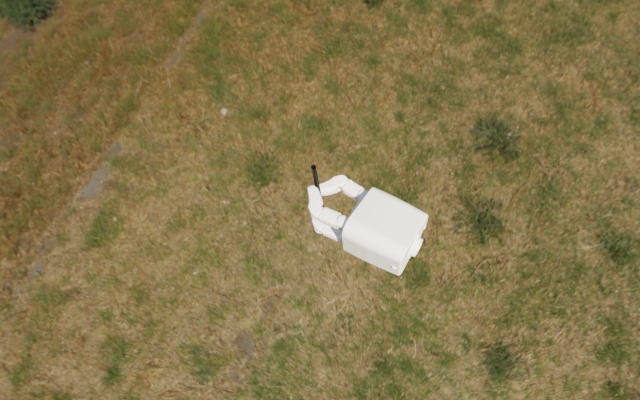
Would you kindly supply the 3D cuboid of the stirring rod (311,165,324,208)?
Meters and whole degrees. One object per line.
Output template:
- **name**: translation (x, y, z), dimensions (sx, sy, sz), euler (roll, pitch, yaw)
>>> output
- **stirring rod**: translation (0.000, 0.003, 0.849), dimensions (0.011, 0.011, 0.240), euler (0, -27, 6)
